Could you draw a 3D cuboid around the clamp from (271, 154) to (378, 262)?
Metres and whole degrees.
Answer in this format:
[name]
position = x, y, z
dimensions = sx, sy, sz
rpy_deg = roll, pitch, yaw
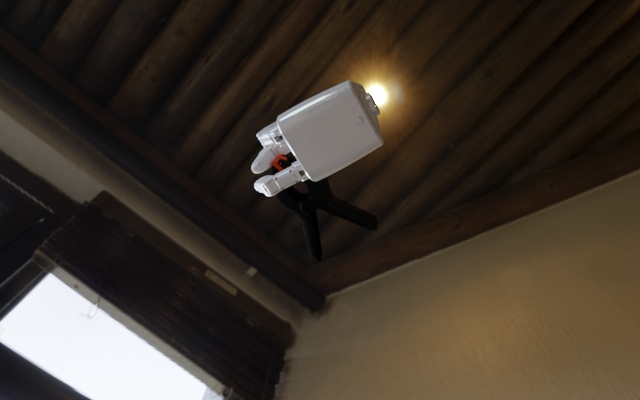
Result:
[clamp]
position = 0.000, 0.002, 0.680
dimensions = 0.120, 0.171, 0.039
rpy_deg = -25, 21, 18
